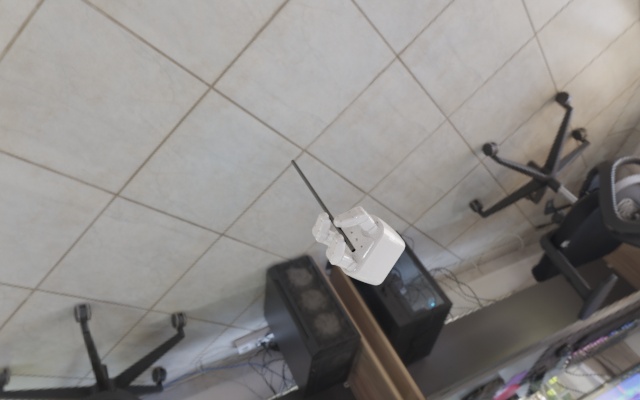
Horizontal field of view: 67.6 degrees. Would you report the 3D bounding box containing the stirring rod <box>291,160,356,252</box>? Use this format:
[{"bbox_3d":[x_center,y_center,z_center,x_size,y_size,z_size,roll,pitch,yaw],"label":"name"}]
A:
[{"bbox_3d":[0.000,0.003,0.847,0.011,0.011,0.239,0,41,-36],"label":"stirring rod"}]
